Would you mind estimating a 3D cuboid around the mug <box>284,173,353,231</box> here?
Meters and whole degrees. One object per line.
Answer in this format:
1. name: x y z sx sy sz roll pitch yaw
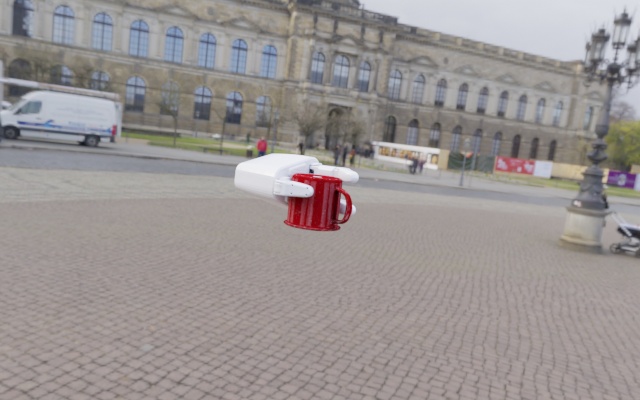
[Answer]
1. mug: 0.001 0.003 0.759 0.117 0.081 0.093 12 8 39
